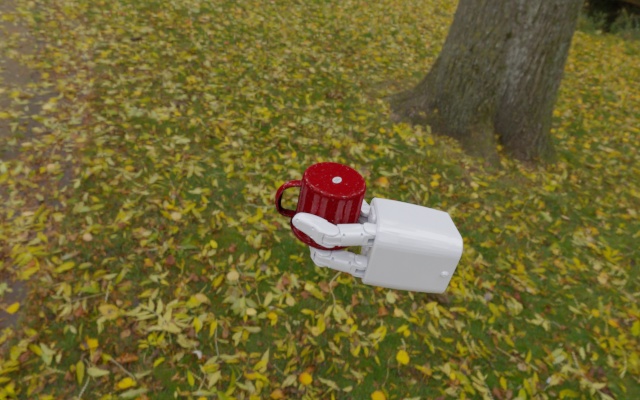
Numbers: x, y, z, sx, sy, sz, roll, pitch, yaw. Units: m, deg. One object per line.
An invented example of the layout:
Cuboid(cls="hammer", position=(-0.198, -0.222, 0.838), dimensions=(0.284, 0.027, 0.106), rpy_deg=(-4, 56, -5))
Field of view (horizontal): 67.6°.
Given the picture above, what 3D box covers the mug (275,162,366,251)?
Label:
Cuboid(cls="mug", position=(-0.001, 0.002, 0.614), dimensions=(0.117, 0.082, 0.093), rpy_deg=(9, 35, -4))
